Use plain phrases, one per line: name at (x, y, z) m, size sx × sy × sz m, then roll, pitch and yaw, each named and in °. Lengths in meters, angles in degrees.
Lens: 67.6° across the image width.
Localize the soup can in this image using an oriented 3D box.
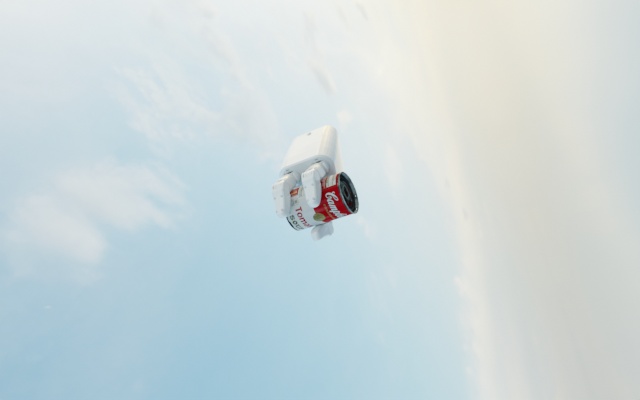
soup can at (0.000, 0.003, 0.750) m, size 0.102 × 0.068 × 0.068 m, roll -19°, pitch -7°, yaw 22°
